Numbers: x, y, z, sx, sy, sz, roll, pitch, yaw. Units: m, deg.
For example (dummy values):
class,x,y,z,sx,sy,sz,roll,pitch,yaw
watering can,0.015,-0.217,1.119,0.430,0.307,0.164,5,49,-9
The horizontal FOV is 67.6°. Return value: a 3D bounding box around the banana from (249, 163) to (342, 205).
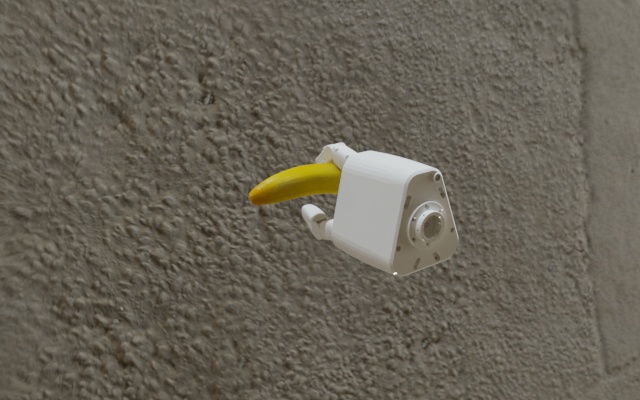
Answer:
class,x,y,z,sx,sy,sz,roll,pitch,yaw
banana,0.009,-0.014,0.590,0.198,0.070,0.037,8,21,-36
